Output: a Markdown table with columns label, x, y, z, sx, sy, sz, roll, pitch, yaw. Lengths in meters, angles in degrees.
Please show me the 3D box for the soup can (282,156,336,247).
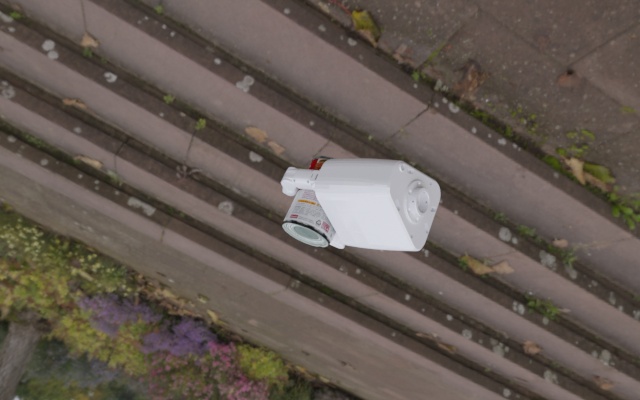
| label | x | y | z | sx | sy | sz | roll | pitch | yaw |
| --- | --- | --- | --- | --- | --- | --- | --- | --- | --- |
| soup can | 0.000 | 0.002 | 0.630 | 0.068 | 0.102 | 0.068 | 21 | -21 | 9 |
